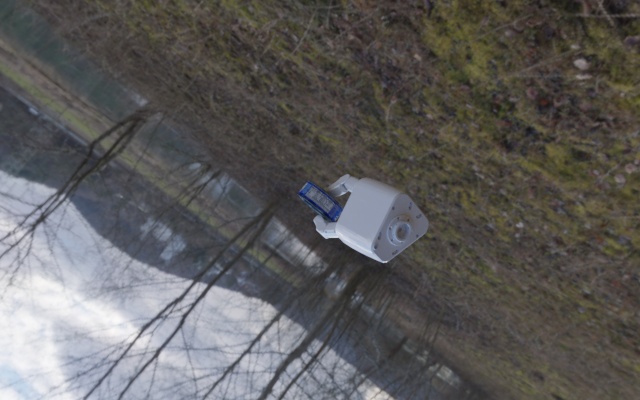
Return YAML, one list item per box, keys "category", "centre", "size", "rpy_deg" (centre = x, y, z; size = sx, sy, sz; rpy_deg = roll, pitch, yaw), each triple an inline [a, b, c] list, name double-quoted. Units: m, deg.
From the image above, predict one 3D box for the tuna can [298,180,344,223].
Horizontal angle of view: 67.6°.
- category: "tuna can"
  centre: [0.000, 0.003, 0.868]
  size: [0.086, 0.034, 0.086]
  rpy_deg: [39, -5, 4]
